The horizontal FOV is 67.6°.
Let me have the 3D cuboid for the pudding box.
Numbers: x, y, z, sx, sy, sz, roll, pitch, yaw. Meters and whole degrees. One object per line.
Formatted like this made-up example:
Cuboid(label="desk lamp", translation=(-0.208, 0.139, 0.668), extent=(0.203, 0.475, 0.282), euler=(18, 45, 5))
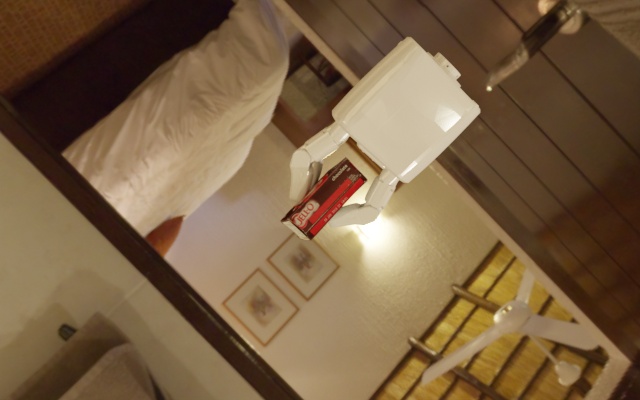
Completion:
Cuboid(label="pudding box", translation=(0.000, 0.002, 0.539), extent=(0.039, 0.090, 0.113), euler=(45, -9, -1))
